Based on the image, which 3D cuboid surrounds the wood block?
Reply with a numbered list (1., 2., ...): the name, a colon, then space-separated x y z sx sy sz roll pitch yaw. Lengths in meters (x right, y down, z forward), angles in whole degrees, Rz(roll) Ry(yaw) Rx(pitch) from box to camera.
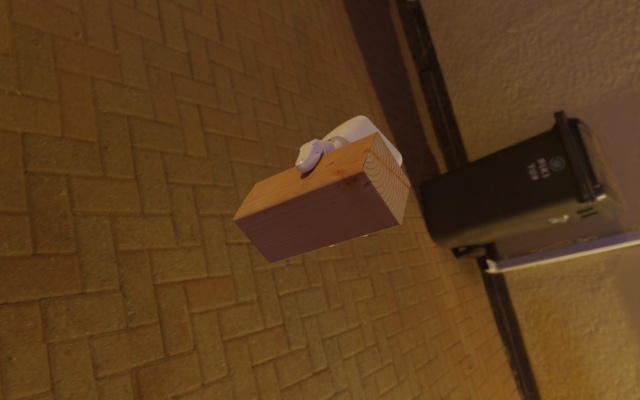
1. wood block: 0.000 0.002 0.628 0.206 0.091 0.090 -21 28 32
